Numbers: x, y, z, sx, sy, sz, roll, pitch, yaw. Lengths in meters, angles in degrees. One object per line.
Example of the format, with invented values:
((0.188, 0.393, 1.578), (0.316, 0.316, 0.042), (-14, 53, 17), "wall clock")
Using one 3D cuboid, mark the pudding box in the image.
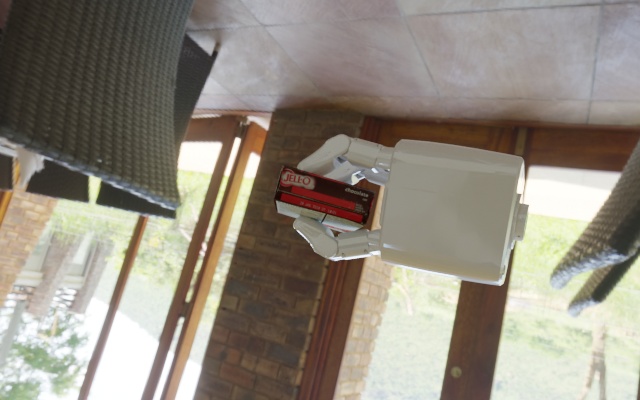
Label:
((0.000, 0.002, 0.485), (0.090, 0.039, 0.113), (17, -10, -2), "pudding box")
